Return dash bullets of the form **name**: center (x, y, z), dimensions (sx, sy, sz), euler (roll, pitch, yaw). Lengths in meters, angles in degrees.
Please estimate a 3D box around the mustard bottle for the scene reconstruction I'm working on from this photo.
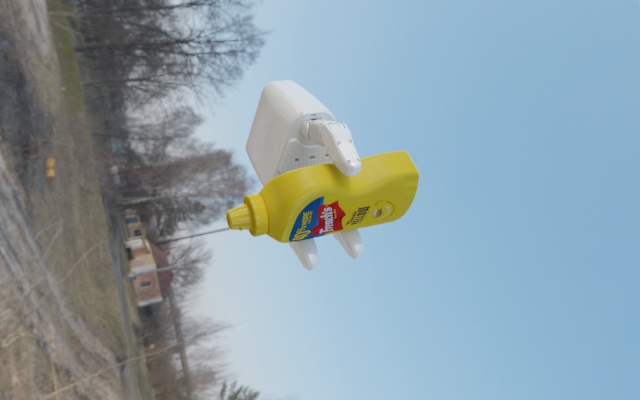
- **mustard bottle**: center (0.000, 0.002, 0.485), dimensions (0.191, 0.058, 0.096), euler (-10, -30, -22)
